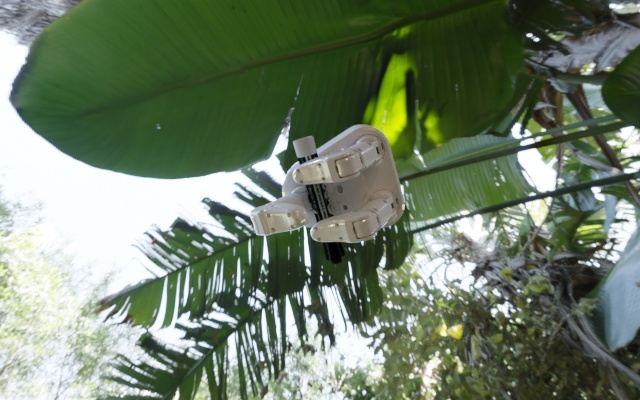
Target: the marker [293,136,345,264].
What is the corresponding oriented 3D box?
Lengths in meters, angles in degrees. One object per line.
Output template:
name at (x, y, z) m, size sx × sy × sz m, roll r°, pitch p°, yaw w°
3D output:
marker at (0.000, 0.001, 0.439) m, size 0.020 × 0.121 × 0.020 m, roll -15°, pitch 12°, yaw 3°
